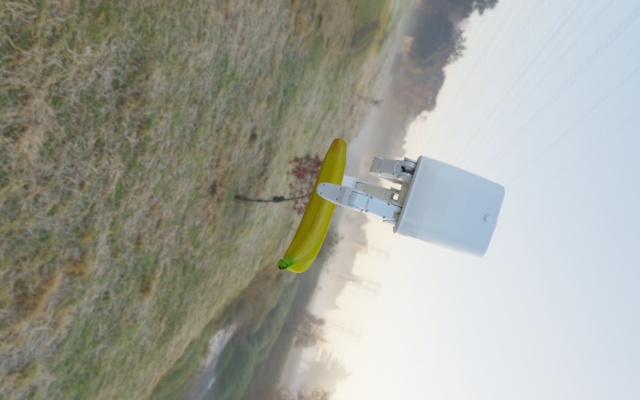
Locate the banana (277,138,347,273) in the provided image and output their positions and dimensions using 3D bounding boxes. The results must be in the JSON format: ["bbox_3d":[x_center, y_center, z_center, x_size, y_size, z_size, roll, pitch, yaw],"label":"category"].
[{"bbox_3d":[-0.003,0.014,0.595,0.037,0.197,0.070,19,-30,4],"label":"banana"}]
